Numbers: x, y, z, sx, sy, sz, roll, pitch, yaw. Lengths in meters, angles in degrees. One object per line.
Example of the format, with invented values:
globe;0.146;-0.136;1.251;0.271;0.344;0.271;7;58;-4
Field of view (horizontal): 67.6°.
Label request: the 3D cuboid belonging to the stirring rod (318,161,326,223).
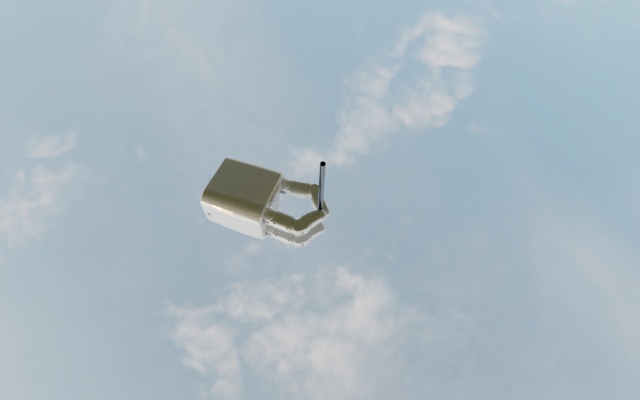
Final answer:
stirring rod;0.000;0.002;0.732;0.011;0.011;0.240;0;-25;-2
